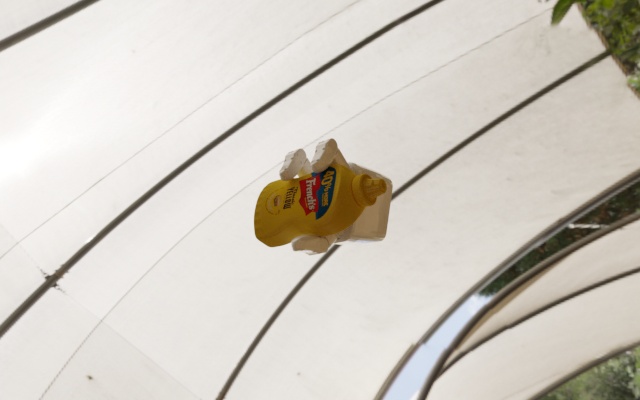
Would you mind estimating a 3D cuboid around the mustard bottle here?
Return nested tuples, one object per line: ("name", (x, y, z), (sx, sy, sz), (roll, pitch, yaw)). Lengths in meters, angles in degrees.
("mustard bottle", (0.000, 0.002, 0.630), (0.191, 0.096, 0.058), (-14, -39, 34))
